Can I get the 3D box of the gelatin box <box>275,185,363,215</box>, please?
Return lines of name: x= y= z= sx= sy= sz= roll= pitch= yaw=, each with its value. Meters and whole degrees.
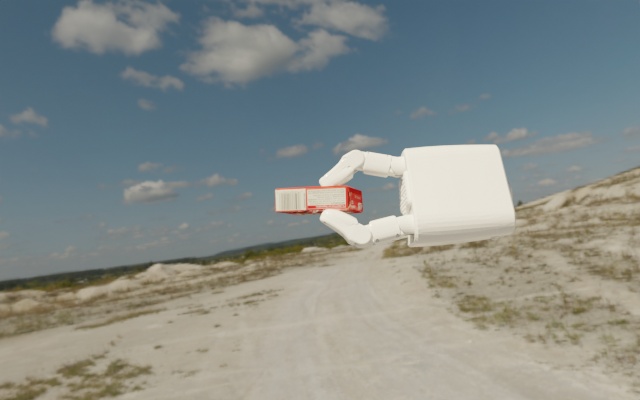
gelatin box: x=0.000 y=0.001 z=0.564 sx=0.089 sy=0.030 sz=0.073 roll=-2 pitch=-5 yaw=16
